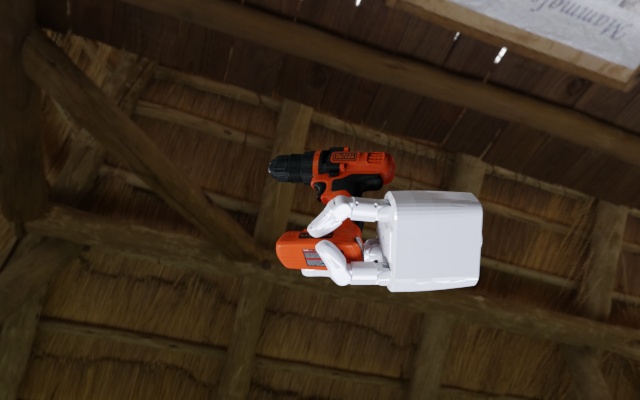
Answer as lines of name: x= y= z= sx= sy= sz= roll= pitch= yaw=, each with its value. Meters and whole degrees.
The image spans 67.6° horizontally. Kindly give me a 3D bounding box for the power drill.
power drill: x=0.000 y=0.002 z=0.638 sx=0.184 sy=0.187 sz=0.057 roll=0 pitch=-42 yaw=17
